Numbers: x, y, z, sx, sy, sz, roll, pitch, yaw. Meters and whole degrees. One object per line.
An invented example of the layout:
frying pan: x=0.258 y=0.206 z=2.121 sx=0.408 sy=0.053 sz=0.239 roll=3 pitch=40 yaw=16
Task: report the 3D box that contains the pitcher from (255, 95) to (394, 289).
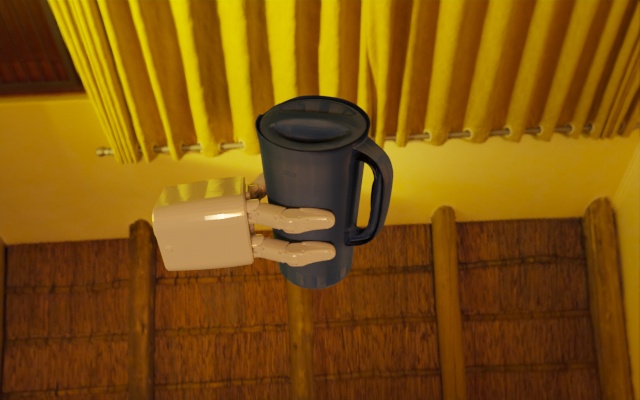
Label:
pitcher: x=0.000 y=0.002 z=0.614 sx=0.145 sy=0.243 sz=0.149 roll=-7 pitch=39 yaw=-8
